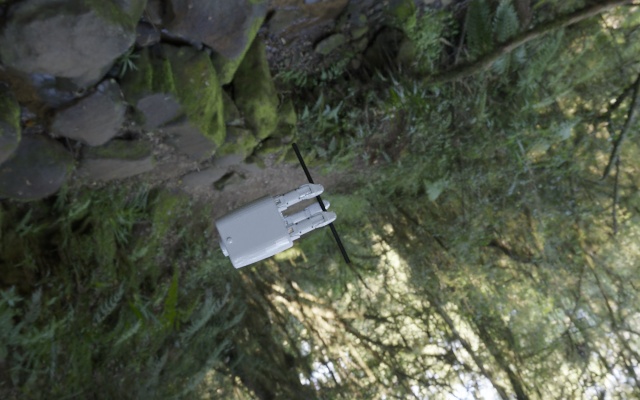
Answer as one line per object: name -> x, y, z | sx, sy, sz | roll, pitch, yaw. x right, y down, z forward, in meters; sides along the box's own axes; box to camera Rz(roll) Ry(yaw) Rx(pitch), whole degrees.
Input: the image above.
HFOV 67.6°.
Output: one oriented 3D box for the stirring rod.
stirring rod -> 0.000, 0.003, 0.863 | 0.011, 0.239, 0.011 | -24, -8, -4
